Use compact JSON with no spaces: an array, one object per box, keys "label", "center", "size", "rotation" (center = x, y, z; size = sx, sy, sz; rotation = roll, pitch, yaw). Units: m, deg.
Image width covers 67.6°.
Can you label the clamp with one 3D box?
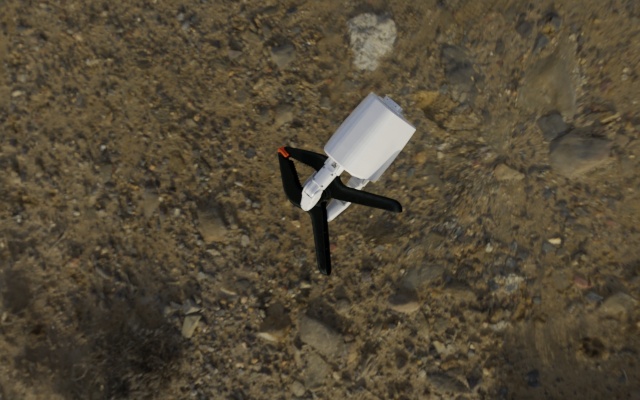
[{"label":"clamp","center":[0.000,0.002,0.749],"size":[0.210,0.164,0.036],"rotation":[43,13,12]}]
